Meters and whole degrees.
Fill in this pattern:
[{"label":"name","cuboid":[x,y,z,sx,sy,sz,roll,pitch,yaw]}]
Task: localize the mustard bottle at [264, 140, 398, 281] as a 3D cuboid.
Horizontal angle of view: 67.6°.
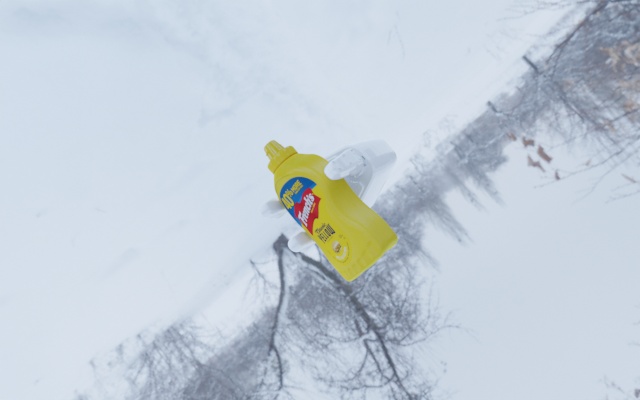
[{"label":"mustard bottle","cuboid":[0.000,0.002,0.572,0.058,0.191,0.096,-36,-10,-36]}]
